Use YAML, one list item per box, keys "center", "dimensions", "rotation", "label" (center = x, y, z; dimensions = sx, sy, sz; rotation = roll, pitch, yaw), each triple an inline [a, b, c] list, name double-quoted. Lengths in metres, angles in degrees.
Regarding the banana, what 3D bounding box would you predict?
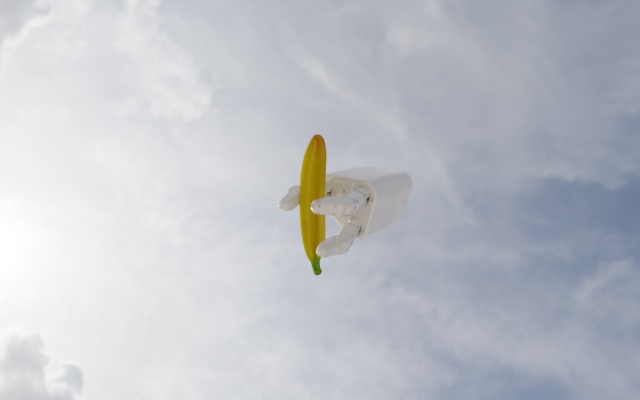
- center: [-0.007, 0.003, 0.692]
  dimensions: [0.037, 0.198, 0.069]
  rotation: [-5, 10, -22]
  label: "banana"
